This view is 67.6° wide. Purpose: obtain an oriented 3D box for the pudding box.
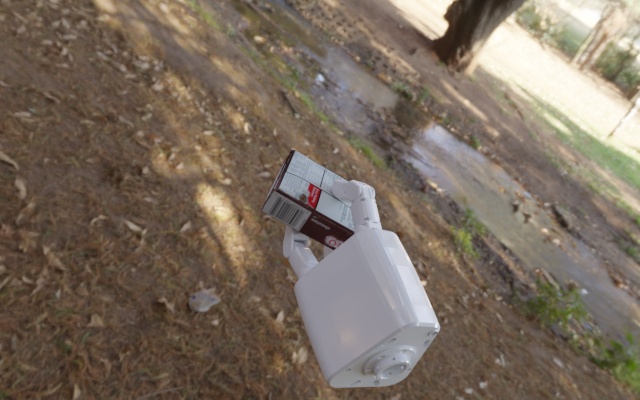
[{"bbox_3d":[0.000,0.002,0.536,0.113,0.039,0.090,31,34,-10],"label":"pudding box"}]
